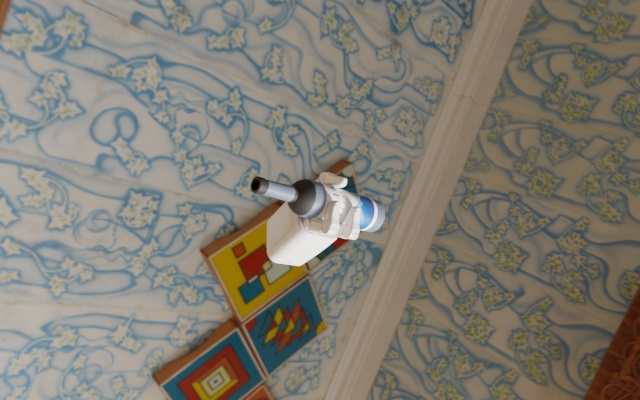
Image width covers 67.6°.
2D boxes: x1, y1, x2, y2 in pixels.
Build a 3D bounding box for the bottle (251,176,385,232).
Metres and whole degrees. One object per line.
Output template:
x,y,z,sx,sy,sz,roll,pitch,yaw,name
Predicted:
0.000,0.003,0.858,0.296,0.069,0.069,15,-11,-43,bottle
